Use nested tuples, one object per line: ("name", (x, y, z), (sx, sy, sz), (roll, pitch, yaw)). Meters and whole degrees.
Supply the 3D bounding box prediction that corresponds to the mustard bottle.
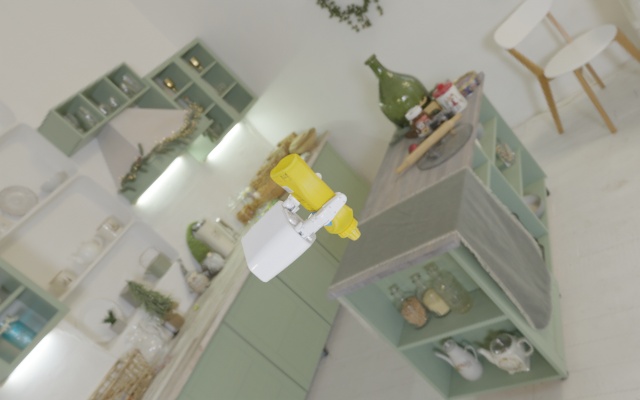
("mustard bottle", (0.000, 0.002, 0.838), (0.192, 0.058, 0.096), (44, -15, -16))
